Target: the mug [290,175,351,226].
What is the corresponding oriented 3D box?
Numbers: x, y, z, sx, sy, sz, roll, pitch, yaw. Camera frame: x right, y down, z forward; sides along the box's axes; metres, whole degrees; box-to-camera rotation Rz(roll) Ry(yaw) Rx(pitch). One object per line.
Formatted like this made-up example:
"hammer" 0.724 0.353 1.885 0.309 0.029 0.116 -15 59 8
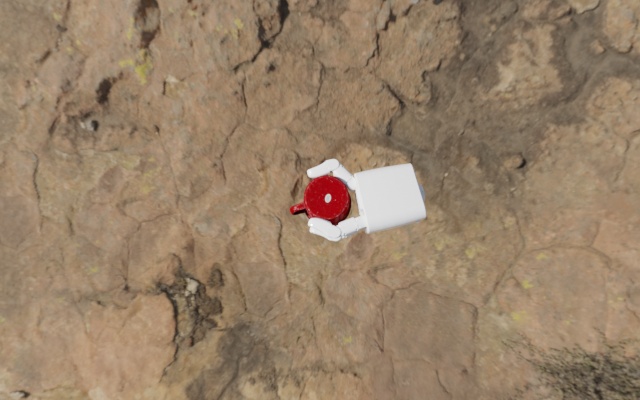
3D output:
"mug" -0.001 0.003 0.877 0.117 0.093 0.081 -14 -8 0
